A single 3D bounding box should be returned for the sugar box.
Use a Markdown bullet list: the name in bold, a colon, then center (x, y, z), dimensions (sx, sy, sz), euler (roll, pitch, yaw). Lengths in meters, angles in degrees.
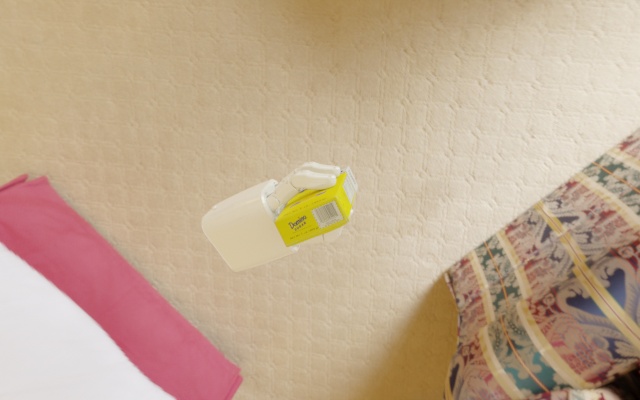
- **sugar box**: center (0.000, 0.002, 0.692), dimensions (0.093, 0.048, 0.176), euler (-22, 15, 14)
